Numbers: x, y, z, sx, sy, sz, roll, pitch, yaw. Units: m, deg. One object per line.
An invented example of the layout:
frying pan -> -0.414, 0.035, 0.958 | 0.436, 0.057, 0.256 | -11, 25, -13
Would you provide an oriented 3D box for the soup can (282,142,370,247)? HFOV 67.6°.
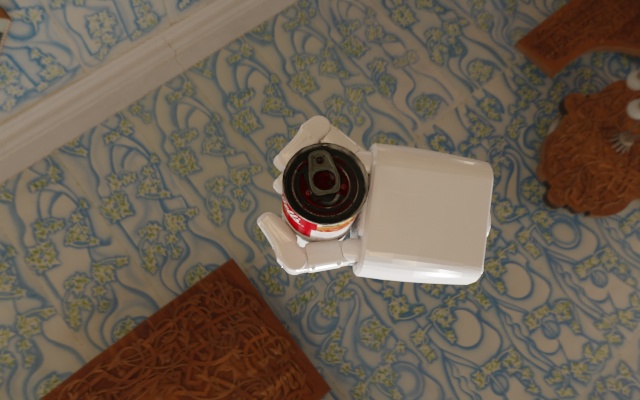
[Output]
soup can -> 0.000, 0.001, 0.415 | 0.068, 0.068, 0.102 | 0, -18, -5
